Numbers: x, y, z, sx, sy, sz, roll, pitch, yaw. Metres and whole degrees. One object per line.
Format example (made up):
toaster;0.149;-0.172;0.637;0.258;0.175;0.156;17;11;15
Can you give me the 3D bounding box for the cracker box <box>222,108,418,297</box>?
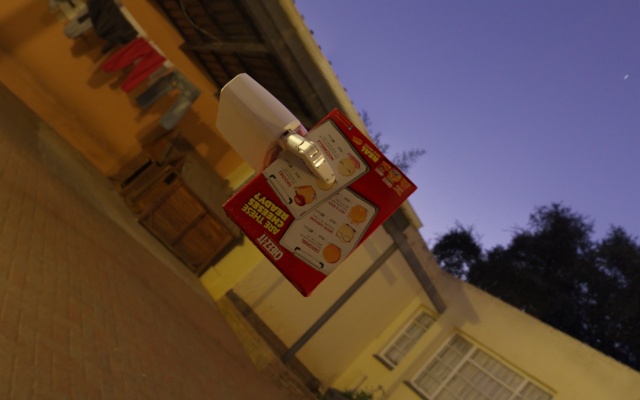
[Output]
cracker box;0.000;0.002;0.666;0.213;0.164;0.072;-43;-7;-14
